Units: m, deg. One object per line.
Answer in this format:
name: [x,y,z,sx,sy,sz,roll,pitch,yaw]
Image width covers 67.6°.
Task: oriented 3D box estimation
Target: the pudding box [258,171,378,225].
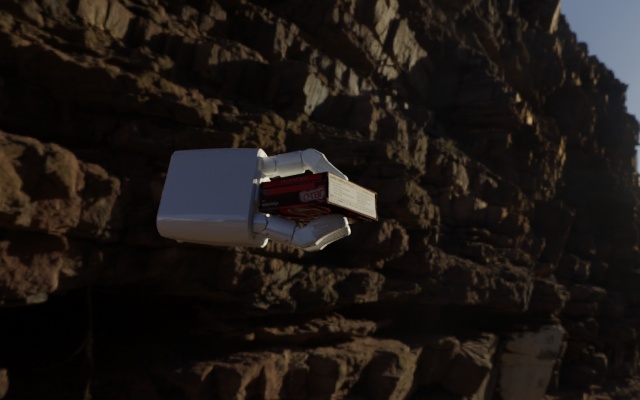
pudding box: [0.000,0.002,0.536,0.090,0.039,0.113,-6,-12,33]
